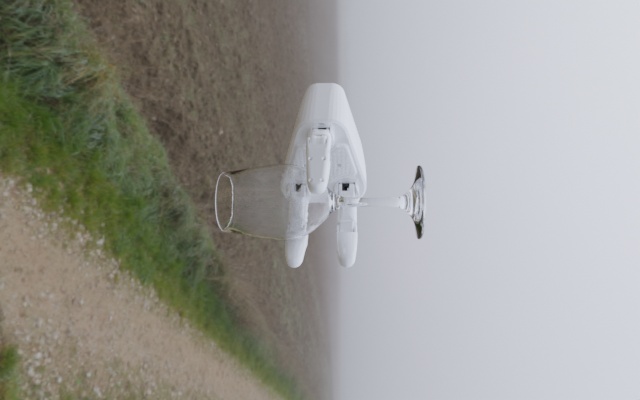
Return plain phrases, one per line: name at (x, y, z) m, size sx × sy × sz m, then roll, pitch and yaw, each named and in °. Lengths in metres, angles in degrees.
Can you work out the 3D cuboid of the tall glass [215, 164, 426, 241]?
tall glass at (0.001, 0.002, 0.483) m, size 0.201 × 0.079 × 0.079 m, roll 0°, pitch 0°, yaw 3°
